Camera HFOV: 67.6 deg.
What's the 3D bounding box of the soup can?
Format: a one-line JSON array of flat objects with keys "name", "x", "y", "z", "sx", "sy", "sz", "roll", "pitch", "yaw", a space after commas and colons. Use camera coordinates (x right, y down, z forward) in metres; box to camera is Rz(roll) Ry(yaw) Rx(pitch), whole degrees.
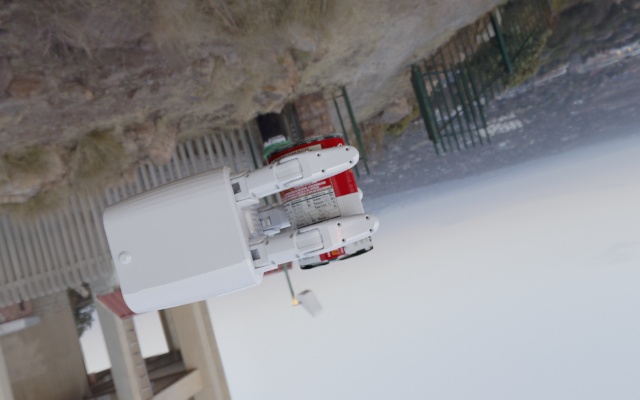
[{"name": "soup can", "x": 0.001, "y": 0.001, "z": 0.410, "sx": 0.068, "sy": 0.102, "sz": 0.068, "roll": -16, "pitch": -2, "yaw": -1}]
